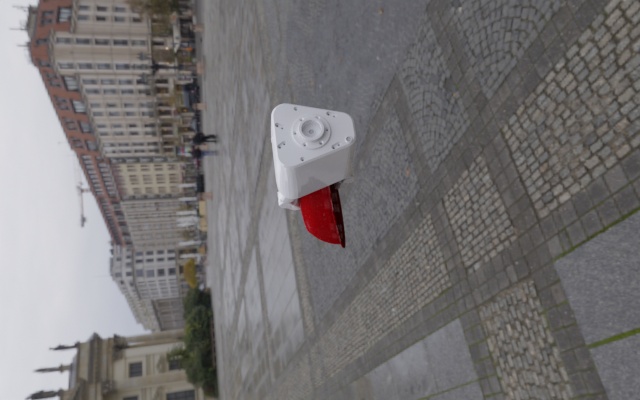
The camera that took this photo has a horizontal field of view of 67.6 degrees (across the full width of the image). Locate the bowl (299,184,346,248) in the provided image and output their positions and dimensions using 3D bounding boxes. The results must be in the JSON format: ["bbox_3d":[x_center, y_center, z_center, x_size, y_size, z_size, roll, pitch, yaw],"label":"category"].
[{"bbox_3d":[0.000,0.003,0.780,0.055,0.162,0.162,-11,-1,7],"label":"bowl"}]
